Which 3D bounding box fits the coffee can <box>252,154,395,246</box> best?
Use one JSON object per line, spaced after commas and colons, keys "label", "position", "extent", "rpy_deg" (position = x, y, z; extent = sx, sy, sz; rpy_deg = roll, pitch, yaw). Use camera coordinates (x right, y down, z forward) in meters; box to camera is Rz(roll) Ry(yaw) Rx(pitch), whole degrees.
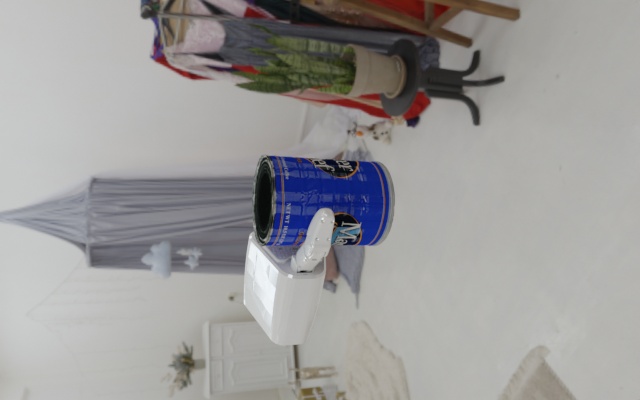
{"label": "coffee can", "position": [0.000, 0.002, 0.553], "extent": [0.140, 0.103, 0.103], "rpy_deg": [2, -1, -20]}
